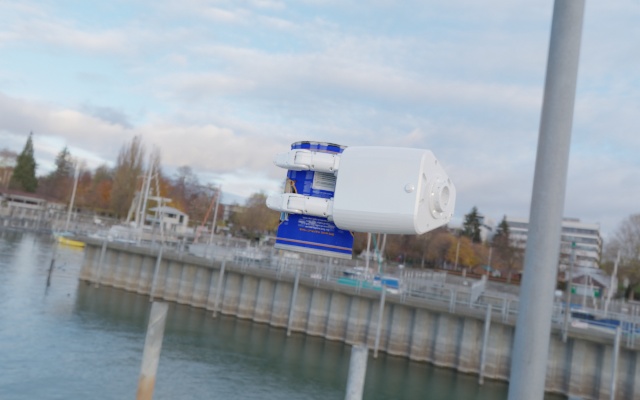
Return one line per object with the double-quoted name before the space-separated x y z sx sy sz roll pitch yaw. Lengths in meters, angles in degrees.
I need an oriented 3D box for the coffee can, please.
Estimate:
"coffee can" 0.000 0.002 0.635 0.103 0.140 0.103 9 -6 1
